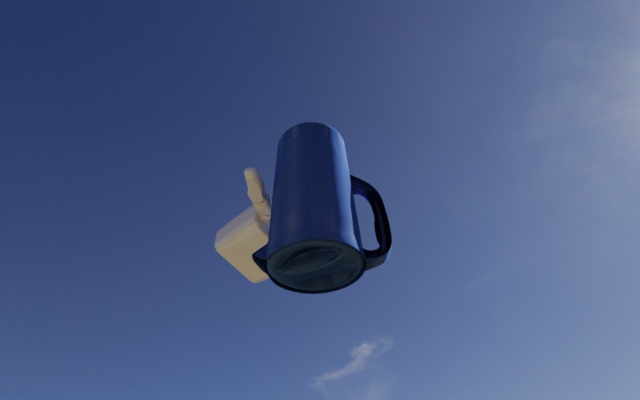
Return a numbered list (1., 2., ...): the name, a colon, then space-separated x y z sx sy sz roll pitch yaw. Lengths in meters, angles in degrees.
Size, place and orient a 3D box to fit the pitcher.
1. pitcher: 0.000 0.002 0.695 0.145 0.242 0.149 -33 -48 31
